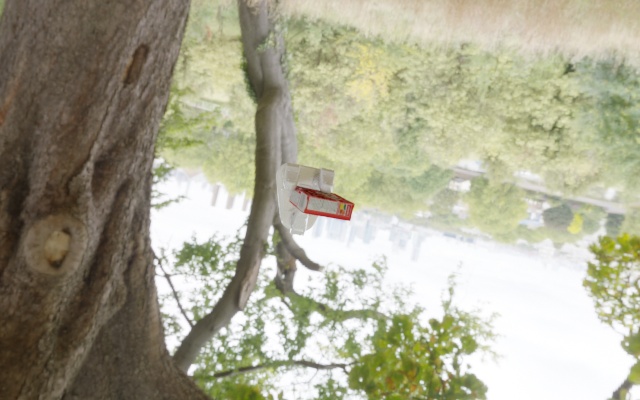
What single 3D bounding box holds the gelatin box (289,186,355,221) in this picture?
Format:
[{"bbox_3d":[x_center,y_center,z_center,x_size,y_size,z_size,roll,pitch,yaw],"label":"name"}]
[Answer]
[{"bbox_3d":[0.000,0.003,0.708,0.073,0.030,0.089,11,8,-19],"label":"gelatin box"}]
